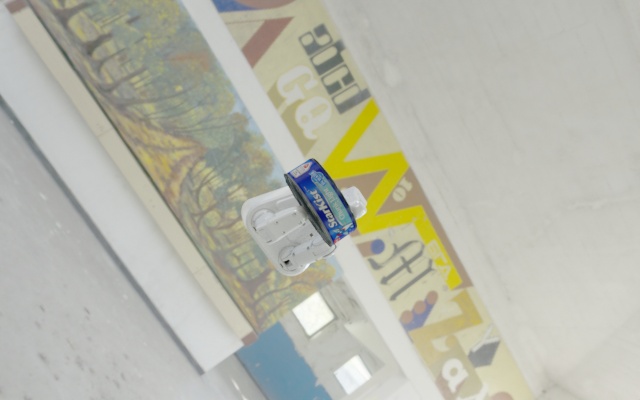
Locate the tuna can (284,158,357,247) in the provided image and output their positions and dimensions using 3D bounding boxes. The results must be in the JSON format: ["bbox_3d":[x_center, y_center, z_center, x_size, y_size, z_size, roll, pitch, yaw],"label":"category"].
[{"bbox_3d":[0.001,0.001,0.474,0.034,0.086,0.086,-33,4,-7],"label":"tuna can"}]
